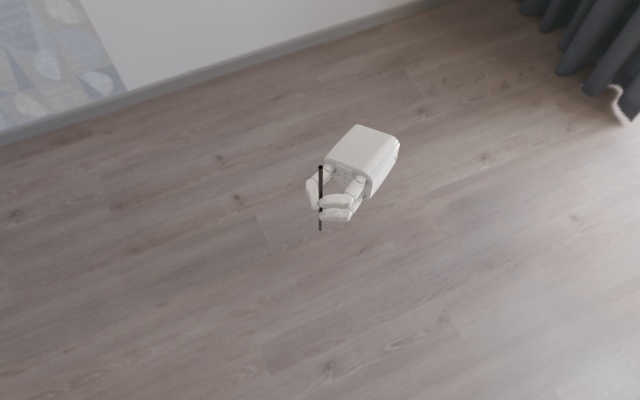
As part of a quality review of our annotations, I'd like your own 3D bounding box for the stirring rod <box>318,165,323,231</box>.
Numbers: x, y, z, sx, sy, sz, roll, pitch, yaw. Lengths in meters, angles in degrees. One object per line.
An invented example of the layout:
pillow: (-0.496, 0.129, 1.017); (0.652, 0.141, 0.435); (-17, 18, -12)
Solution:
stirring rod: (0.000, 0.003, 0.875); (0.011, 0.011, 0.240); (0, -28, 0)
